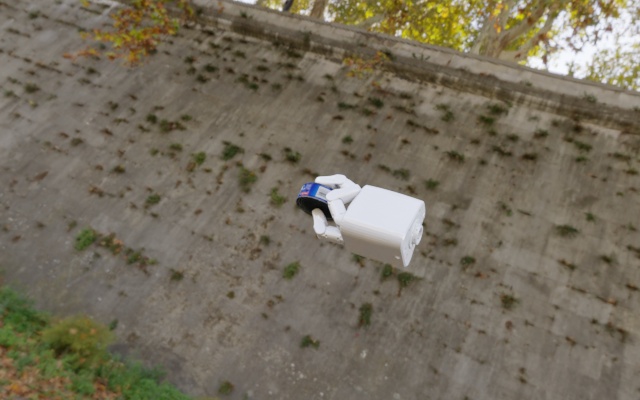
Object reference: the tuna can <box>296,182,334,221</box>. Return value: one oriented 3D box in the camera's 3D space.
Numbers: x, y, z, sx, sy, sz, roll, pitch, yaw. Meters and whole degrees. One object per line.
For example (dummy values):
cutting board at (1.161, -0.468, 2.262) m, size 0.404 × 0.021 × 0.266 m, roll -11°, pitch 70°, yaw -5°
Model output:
tuna can at (0.000, 0.002, 0.877) m, size 0.086 × 0.033 × 0.086 m, roll 20°, pitch -24°, yaw 9°
